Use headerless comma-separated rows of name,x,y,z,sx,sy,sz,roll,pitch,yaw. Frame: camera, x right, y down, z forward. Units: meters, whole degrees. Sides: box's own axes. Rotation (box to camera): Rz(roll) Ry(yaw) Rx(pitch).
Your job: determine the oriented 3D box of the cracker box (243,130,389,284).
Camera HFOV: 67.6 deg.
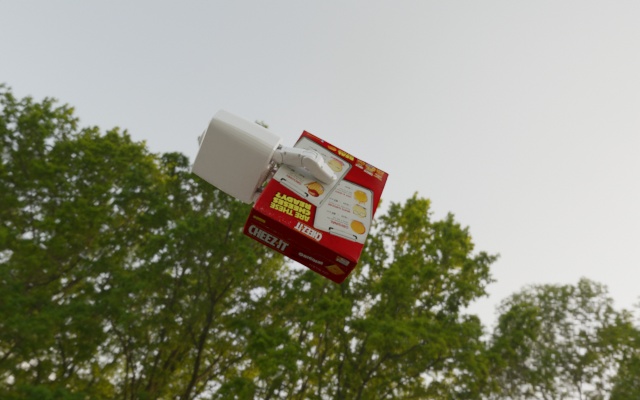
cracker box,0.000,0.002,0.740,0.164,0.072,0.213,28,44,-1
